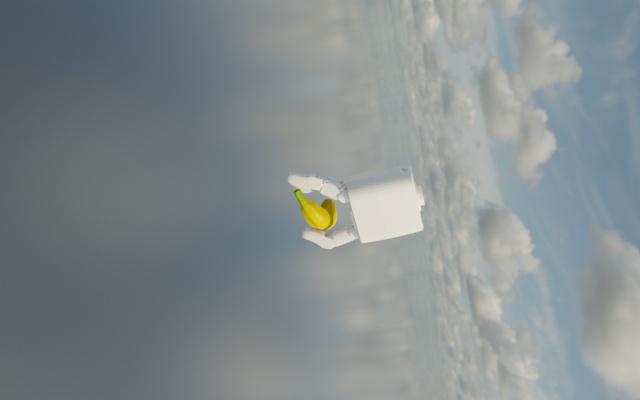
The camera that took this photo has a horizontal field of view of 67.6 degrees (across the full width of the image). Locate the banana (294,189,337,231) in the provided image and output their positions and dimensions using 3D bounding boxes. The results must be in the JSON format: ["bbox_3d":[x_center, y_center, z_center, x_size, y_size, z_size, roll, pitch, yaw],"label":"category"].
[{"bbox_3d":[0.003,0.021,0.854,0.037,0.069,0.198,-14,-9,13],"label":"banana"}]
